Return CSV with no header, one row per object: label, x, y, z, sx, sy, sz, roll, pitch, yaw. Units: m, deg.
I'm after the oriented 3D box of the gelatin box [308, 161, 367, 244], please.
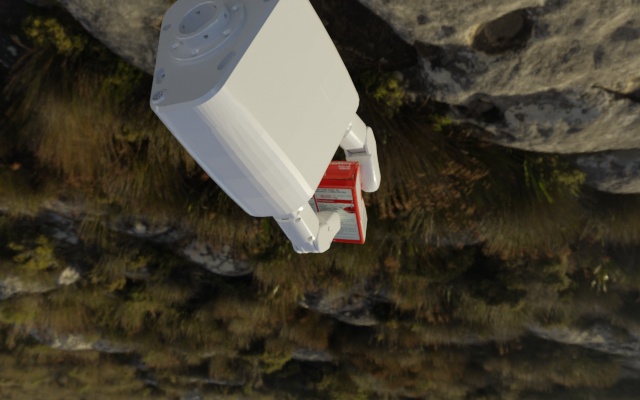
gelatin box,0.000,0.002,0.415,0.073,0.030,0.089,3,-35,13
